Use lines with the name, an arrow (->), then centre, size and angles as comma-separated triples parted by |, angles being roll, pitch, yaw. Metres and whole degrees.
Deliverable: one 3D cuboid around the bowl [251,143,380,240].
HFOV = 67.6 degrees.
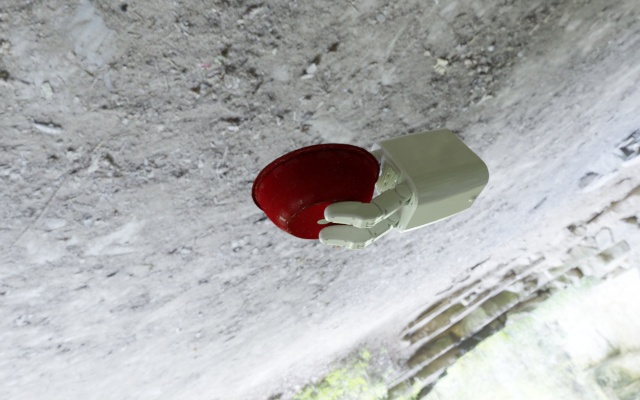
bowl -> -0.001, 0.003, 0.576 | 0.162, 0.055, 0.162 | -10, -30, -6
